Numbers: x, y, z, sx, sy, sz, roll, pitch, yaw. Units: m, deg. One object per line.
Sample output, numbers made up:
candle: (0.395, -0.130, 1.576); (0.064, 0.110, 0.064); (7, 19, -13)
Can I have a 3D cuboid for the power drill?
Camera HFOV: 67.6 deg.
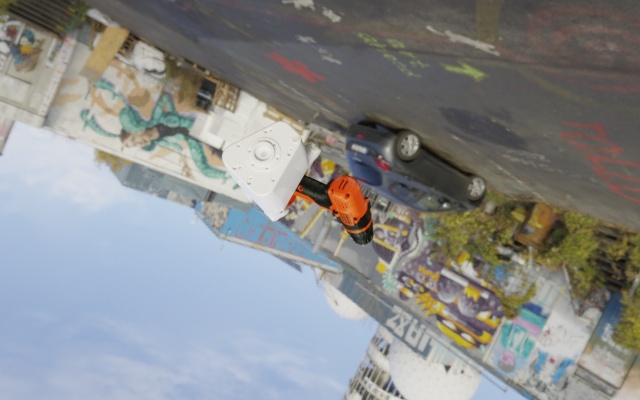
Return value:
power drill: (0.000, 0.002, 0.821); (0.187, 0.057, 0.185); (17, -27, 25)
